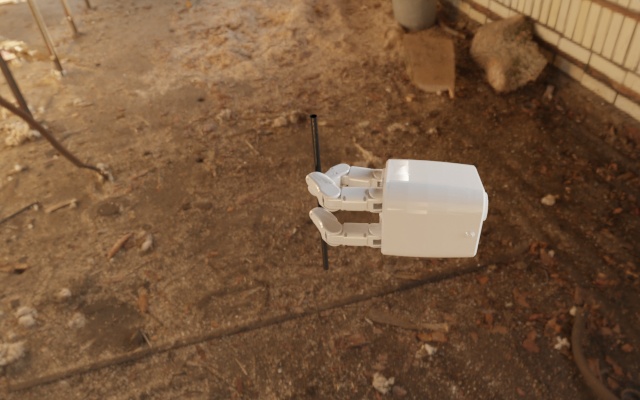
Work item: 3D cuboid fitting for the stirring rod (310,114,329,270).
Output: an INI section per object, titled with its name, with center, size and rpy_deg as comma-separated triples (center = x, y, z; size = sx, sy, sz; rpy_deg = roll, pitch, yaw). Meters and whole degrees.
[stirring rod]
center = 0.000, 0.002, 0.589
size = 0.011, 0.240, 0.011
rpy_deg = -3, 40, 2
